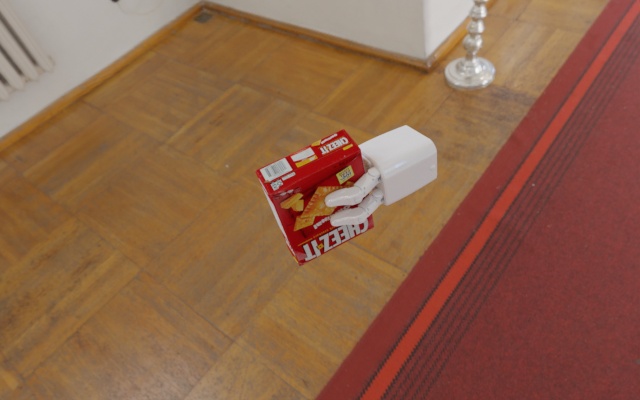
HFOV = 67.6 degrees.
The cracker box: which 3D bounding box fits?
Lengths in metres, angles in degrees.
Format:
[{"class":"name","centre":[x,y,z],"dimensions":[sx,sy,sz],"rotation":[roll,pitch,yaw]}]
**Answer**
[{"class":"cracker box","centre":[0.000,0.002,0.830],"dimensions":[0.164,0.072,0.214],"rotation":[-26,-41,-8]}]
